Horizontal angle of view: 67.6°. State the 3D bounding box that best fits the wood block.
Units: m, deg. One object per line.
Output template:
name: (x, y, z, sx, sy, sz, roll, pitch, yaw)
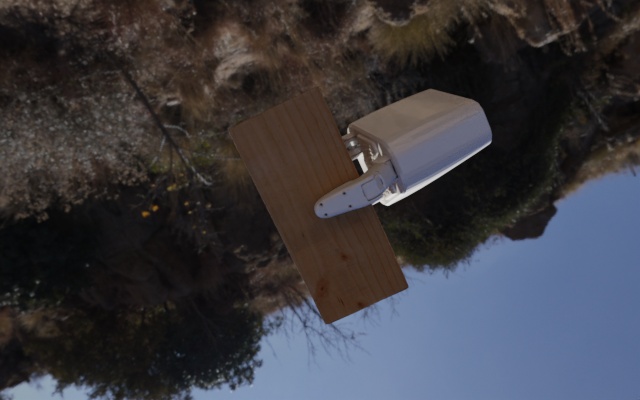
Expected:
wood block: (0.001, 0.002, 0.476, 0.090, 0.206, 0.091, -25, 11, 4)
